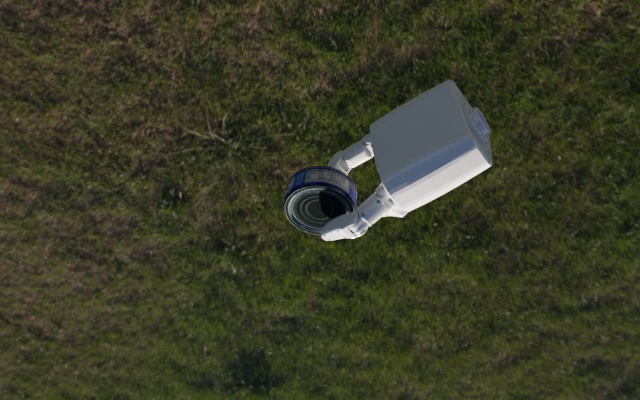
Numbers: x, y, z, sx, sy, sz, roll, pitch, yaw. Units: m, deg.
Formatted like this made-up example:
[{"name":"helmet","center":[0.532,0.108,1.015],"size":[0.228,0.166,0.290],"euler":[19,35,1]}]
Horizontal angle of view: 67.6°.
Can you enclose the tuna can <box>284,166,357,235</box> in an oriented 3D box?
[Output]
[{"name":"tuna can","center":[0.000,0.002,0.565],"size":[0.086,0.086,0.033],"euler":[4,45,4]}]
